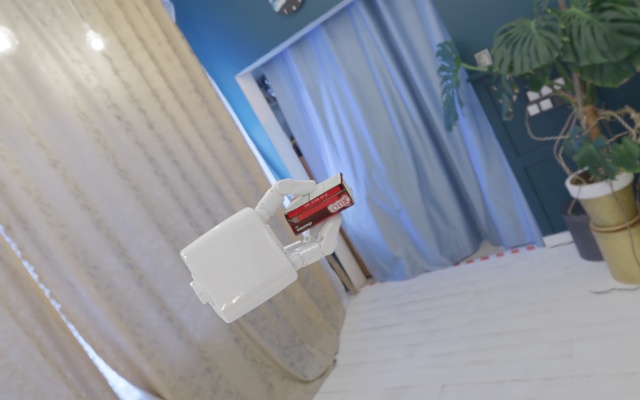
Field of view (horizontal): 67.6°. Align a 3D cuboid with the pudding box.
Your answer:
[{"bbox_3d":[0.000,0.002,0.667,0.090,0.039,0.113,-28,10,7],"label":"pudding box"}]
